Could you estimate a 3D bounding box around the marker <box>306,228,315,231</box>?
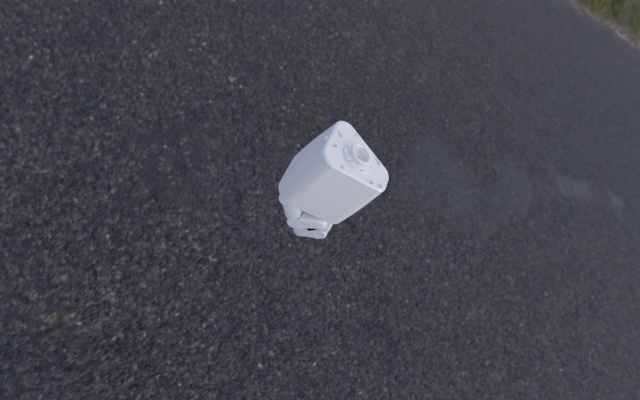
[{"bbox_3d":[0.000,0.003,0.774,0.020,0.020,0.121,0,43,24],"label":"marker"}]
